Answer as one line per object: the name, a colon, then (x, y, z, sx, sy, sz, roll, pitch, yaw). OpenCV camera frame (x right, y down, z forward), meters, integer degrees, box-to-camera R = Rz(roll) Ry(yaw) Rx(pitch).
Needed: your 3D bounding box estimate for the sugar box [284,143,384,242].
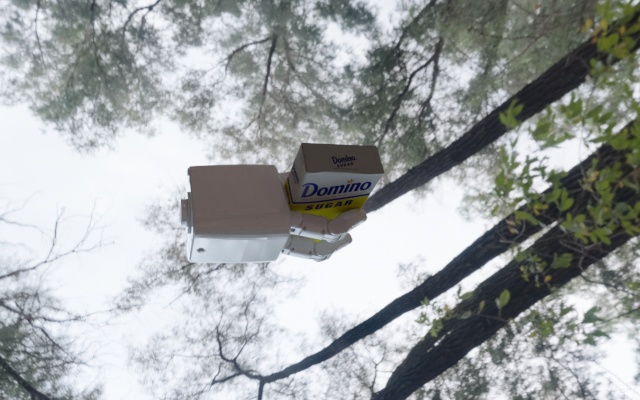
sugar box: (0.000, 0.002, 0.583, 0.093, 0.048, 0.176, 0, -31, -19)
